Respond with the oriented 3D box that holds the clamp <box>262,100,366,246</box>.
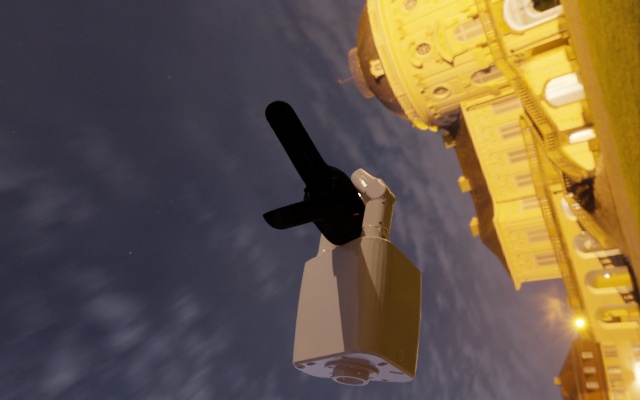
[{"bbox_3d":[0.000,0.002,0.441,0.039,0.120,0.171,-15,-40,32],"label":"clamp"}]
